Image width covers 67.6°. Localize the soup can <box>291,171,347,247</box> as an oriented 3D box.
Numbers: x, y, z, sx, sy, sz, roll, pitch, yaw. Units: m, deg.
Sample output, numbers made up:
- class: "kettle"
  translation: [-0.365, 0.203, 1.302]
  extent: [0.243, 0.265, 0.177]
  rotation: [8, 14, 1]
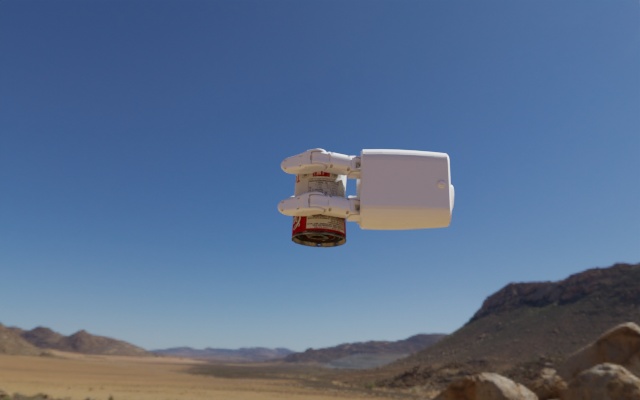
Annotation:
- class: "soup can"
  translation: [0.000, 0.002, 0.605]
  extent: [0.068, 0.102, 0.068]
  rotation: [2, -19, 1]
